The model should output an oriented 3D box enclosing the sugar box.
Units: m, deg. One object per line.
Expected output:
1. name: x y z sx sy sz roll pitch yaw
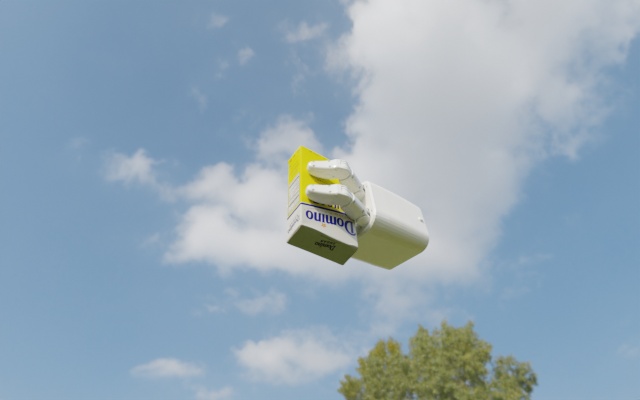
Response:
1. sugar box: 0.001 0.002 0.688 0.093 0.048 0.176 24 34 -23
